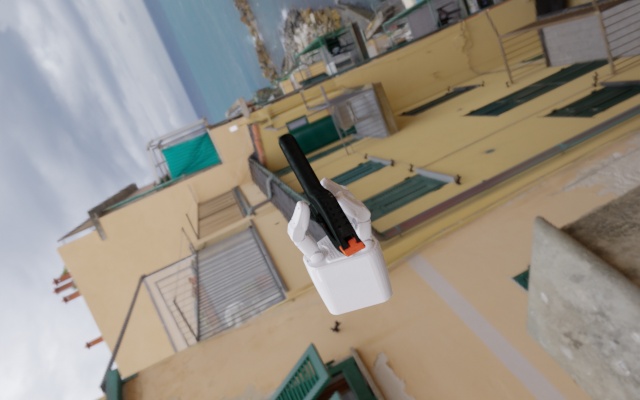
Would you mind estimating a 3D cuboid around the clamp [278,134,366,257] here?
[{"bbox_3d":[0.000,0.003,0.666,0.036,0.165,0.210,-28,31,-8],"label":"clamp"}]
